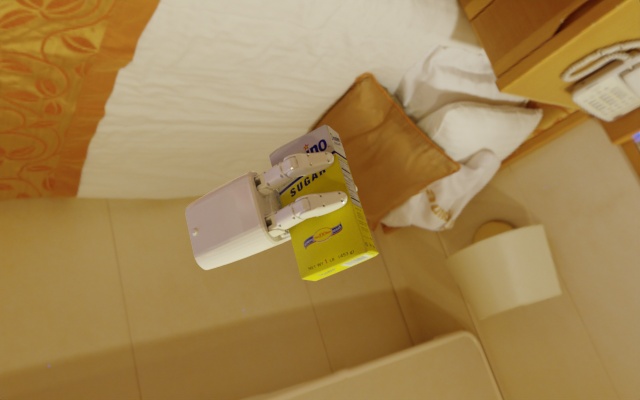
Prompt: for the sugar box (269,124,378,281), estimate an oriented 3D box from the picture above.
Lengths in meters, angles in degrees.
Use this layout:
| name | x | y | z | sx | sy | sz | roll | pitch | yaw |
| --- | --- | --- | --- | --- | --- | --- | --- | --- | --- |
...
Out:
| name | x | y | z | sx | sy | sz | roll | pitch | yaw |
| --- | --- | --- | --- | --- | --- | --- | --- | --- | --- |
| sugar box | 0.000 | 0.002 | 0.601 | 0.093 | 0.176 | 0.048 | -25 | -20 | 20 |
